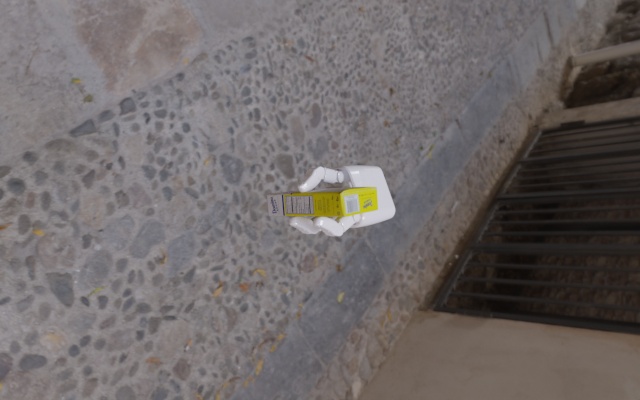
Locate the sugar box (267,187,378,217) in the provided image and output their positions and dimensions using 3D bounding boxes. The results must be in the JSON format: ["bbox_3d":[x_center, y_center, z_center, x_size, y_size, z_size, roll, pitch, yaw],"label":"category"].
[{"bbox_3d":[0.000,0.003,0.816,0.176,0.048,0.093,-4,3,43],"label":"sugar box"}]
